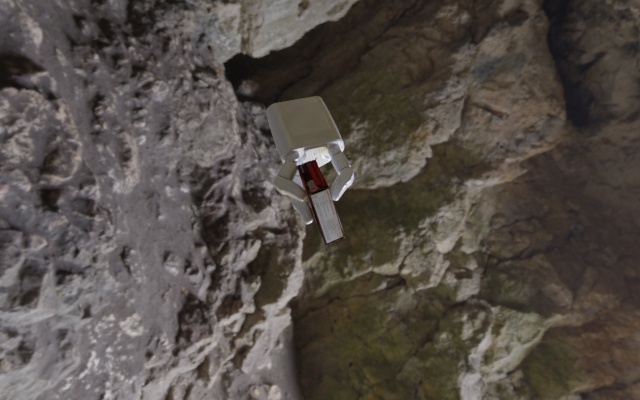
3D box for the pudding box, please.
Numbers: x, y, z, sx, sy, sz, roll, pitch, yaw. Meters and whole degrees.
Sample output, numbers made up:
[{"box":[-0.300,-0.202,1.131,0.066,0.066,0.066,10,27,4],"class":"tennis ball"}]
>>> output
[{"box":[0.000,0.002,0.785,0.039,0.114,0.090,-21,37,-1],"class":"pudding box"}]
